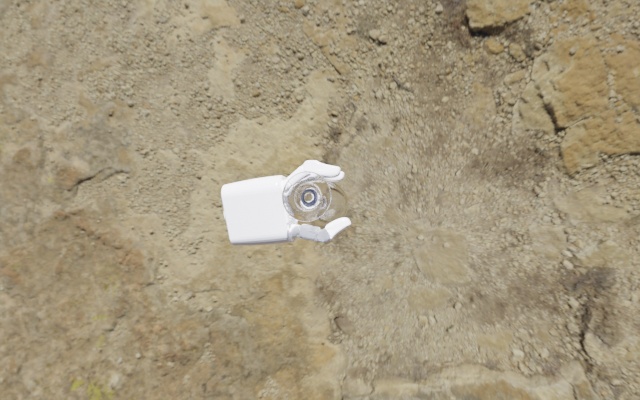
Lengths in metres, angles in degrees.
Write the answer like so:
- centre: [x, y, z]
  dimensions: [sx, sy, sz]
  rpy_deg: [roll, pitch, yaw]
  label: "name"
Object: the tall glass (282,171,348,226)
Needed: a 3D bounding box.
- centre: [0.000, 0.003, 0.792]
  dimensions: [0.079, 0.079, 0.201]
  rpy_deg: [0, -5, 13]
  label: "tall glass"
